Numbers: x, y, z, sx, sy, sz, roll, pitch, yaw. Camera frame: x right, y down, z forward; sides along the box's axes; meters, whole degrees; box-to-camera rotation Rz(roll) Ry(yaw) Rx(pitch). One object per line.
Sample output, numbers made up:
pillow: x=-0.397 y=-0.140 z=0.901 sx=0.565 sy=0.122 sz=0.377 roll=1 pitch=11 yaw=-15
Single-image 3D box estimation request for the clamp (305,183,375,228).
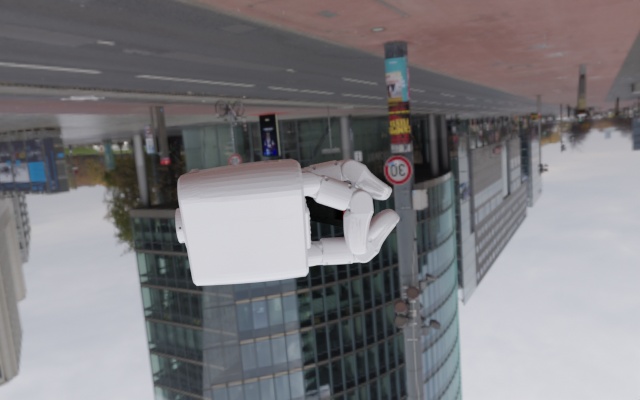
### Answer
clamp: x=0.000 y=0.002 z=0.528 sx=0.120 sy=0.039 sz=0.171 roll=-6 pitch=7 yaw=-7
